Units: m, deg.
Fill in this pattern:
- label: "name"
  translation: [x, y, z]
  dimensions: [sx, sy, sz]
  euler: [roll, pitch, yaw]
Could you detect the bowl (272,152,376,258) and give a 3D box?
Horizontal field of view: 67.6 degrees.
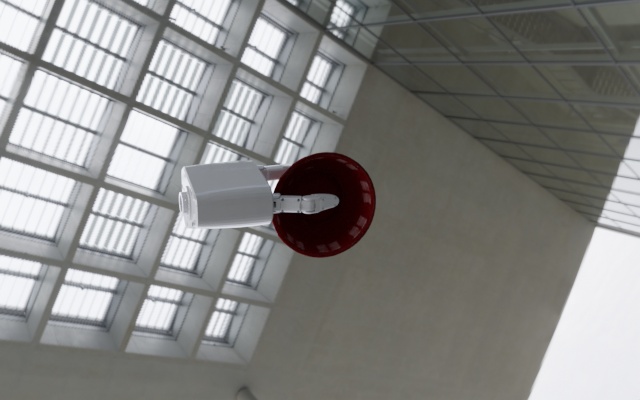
- label: "bowl"
  translation: [0.001, 0.003, 0.727]
  dimensions: [0.162, 0.162, 0.055]
  euler: [0, 15, -15]
